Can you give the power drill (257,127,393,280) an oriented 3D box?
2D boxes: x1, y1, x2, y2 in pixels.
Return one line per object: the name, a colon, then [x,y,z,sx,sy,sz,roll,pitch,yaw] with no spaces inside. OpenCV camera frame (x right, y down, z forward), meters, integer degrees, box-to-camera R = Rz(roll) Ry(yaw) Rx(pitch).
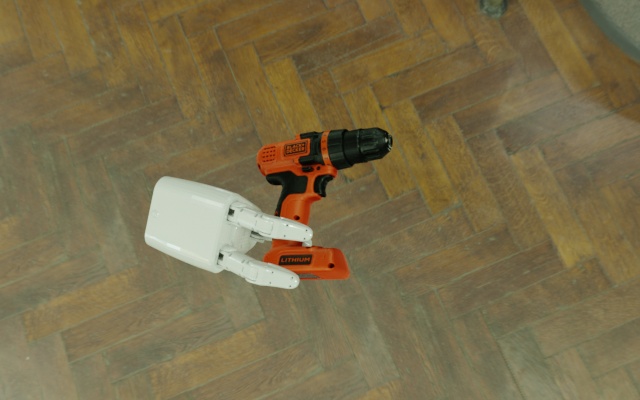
power drill: [0.000,0.002,0.591,0.184,0.187,0.057,-7,-23,26]
